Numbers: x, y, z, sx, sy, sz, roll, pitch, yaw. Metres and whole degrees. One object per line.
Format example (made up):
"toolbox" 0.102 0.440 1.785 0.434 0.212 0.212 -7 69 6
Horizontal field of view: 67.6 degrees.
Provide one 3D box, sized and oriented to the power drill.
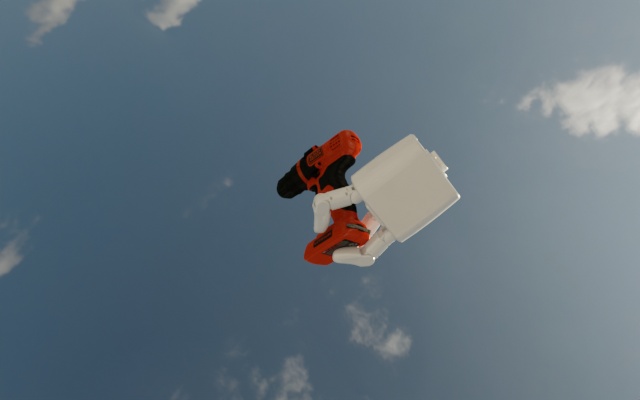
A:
"power drill" 0.000 0.003 0.758 0.057 0.187 0.184 17 -39 -39
